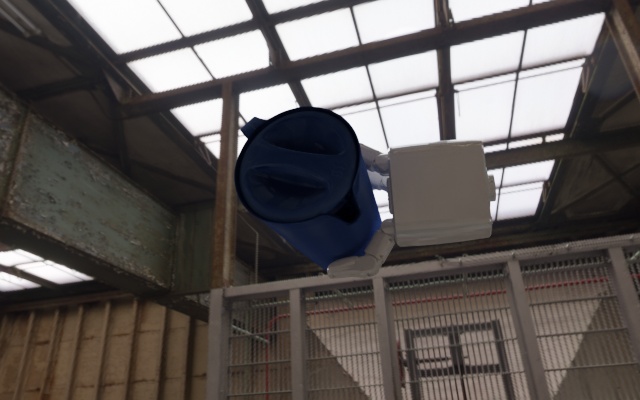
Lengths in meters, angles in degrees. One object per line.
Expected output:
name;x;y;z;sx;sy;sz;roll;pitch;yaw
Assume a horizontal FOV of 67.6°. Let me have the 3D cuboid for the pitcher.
pitcher;0.000;0.002;0.577;0.145;0.149;0.243;-6;-26;15
